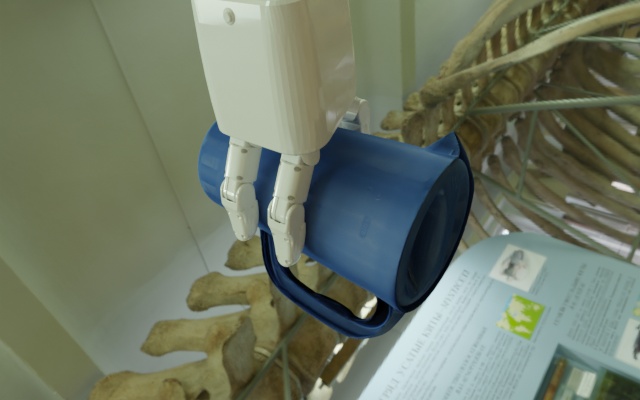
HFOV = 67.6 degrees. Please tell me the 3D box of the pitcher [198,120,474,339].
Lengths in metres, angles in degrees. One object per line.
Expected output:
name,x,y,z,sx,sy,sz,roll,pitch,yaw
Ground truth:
pitcher,0.000,0.001,0.439,0.243,0.145,0.149,22,48,32
